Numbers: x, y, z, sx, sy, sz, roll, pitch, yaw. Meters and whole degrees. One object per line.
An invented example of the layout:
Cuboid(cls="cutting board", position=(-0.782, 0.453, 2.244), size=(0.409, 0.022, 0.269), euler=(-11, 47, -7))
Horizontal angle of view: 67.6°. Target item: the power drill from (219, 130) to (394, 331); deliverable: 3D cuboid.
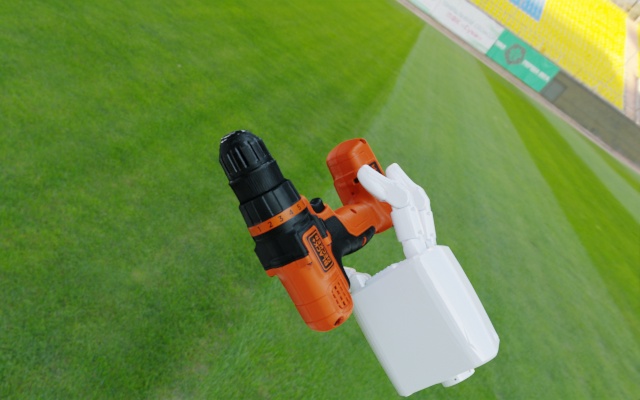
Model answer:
Cuboid(cls="power drill", position=(0.000, 0.002, 0.456), size=(0.057, 0.184, 0.187), euler=(-20, 11, 36))
